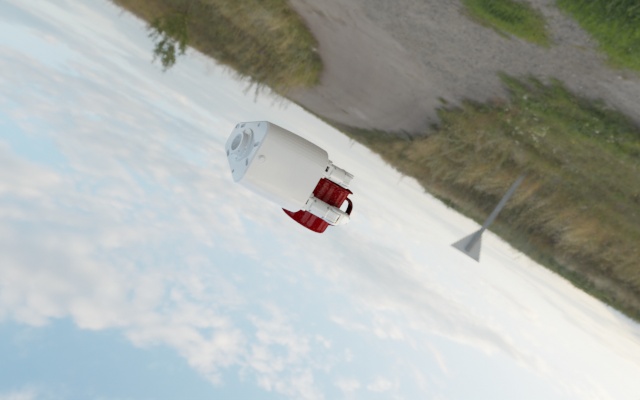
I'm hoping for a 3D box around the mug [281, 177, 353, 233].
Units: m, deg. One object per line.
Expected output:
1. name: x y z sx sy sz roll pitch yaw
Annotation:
1. mug: 0.001 0.003 0.760 0.117 0.081 0.093 28 9 -33
